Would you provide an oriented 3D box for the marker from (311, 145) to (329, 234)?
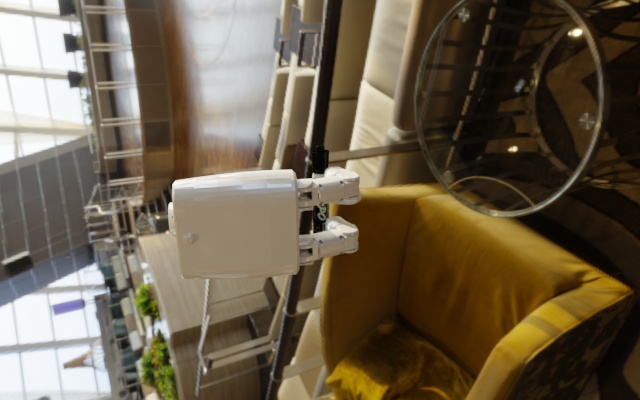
[{"bbox_3d":[0.000,0.002,0.504,0.020,0.121,0.020,-1,18,0],"label":"marker"}]
